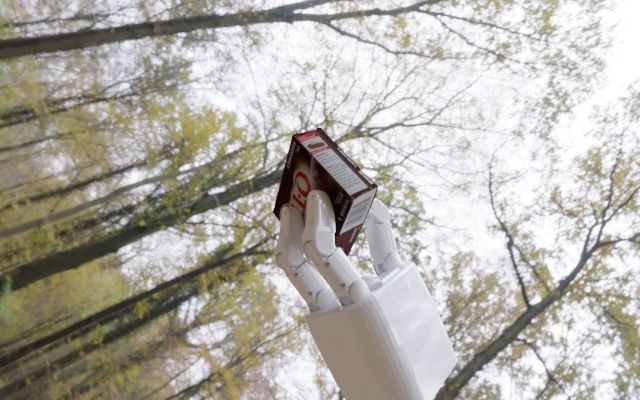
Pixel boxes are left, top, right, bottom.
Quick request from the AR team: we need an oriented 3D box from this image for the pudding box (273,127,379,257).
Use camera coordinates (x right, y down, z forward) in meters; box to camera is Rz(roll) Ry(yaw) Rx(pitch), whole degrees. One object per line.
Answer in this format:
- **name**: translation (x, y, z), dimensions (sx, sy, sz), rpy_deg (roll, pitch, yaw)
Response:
- **pudding box**: translation (0.000, 0.001, 0.459), dimensions (0.039, 0.114, 0.090), rpy_deg (-22, 58, -36)
